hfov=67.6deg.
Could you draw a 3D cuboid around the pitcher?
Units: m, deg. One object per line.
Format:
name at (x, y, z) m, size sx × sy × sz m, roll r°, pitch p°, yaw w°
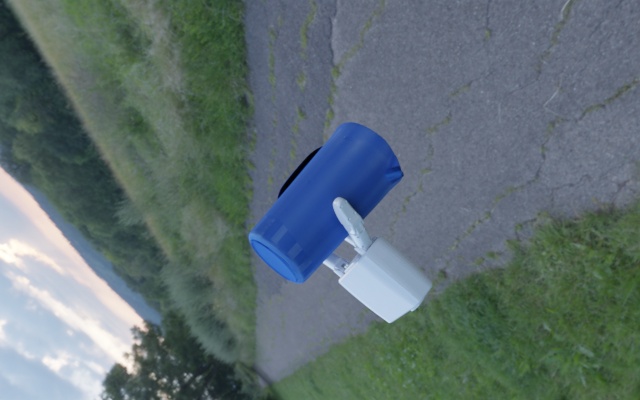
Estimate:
pitcher at (0.000, 0.003, 0.740) m, size 0.145 × 0.242 × 0.149 m, roll 41°, pitch -21°, yaw 2°
